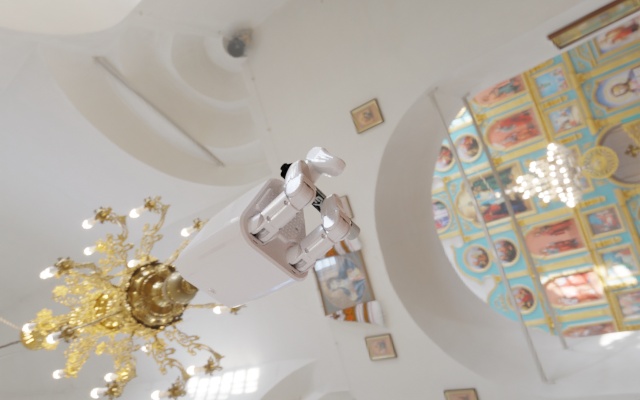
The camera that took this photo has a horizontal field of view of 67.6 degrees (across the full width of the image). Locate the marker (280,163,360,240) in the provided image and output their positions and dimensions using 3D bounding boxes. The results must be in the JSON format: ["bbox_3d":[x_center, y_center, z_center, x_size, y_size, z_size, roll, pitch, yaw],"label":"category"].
[{"bbox_3d":[0.000,0.002,0.515,0.121,0.020,0.020,44,-25,-29],"label":"marker"}]
